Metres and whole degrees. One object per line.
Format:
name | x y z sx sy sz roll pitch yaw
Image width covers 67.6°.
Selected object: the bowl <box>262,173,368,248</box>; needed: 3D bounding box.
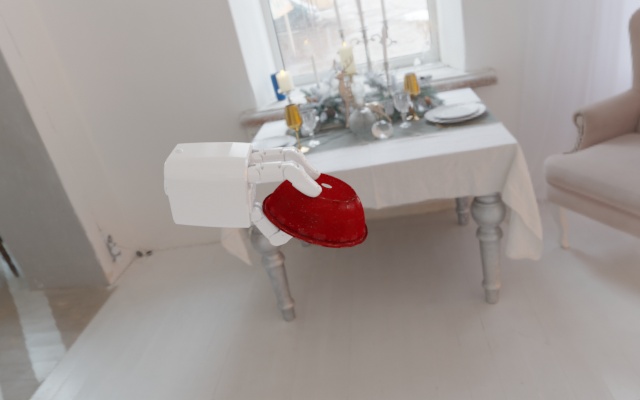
bowl | 0.001 0.002 0.691 0.162 0.055 0.162 15 24 -7
